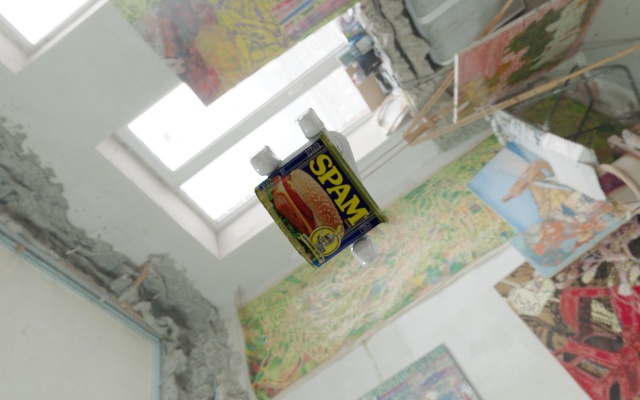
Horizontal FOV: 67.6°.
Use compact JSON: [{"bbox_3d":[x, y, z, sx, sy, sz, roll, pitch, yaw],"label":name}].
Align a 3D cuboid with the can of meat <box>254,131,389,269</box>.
[{"bbox_3d":[0.000,0.002,0.448,0.084,0.102,0.057,-36,2,5],"label":"can of meat"}]
